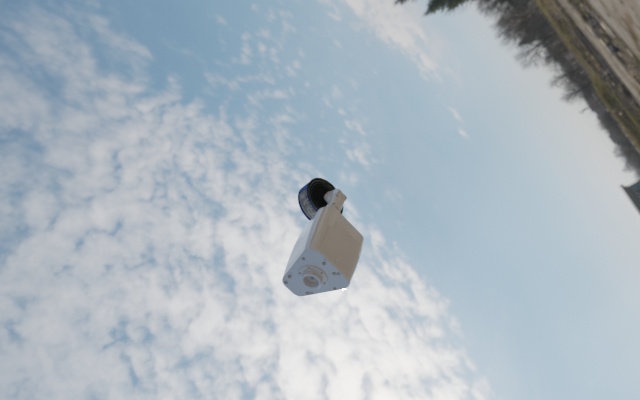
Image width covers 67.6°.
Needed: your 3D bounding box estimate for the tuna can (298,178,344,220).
[{"bbox_3d":[0.000,0.003,0.881,0.086,0.086,0.034,0,-28,-47],"label":"tuna can"}]
